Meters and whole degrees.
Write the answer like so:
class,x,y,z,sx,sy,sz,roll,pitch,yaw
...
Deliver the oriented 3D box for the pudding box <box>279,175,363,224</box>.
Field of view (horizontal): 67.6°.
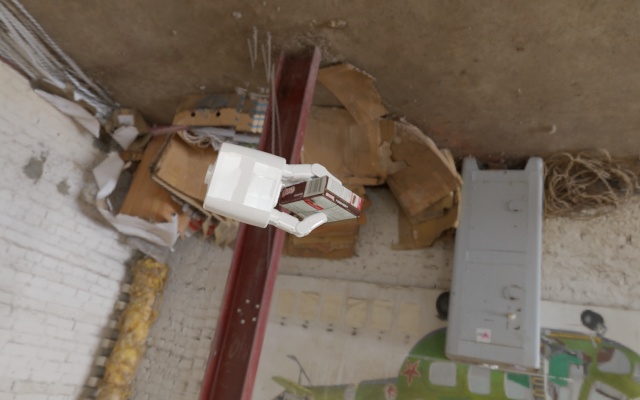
class,x,y,z,sx,sy,sz,roll,pitch,yaw
pudding box,0.000,0.003,0.802,0.090,0.039,0.113,30,-27,-35
